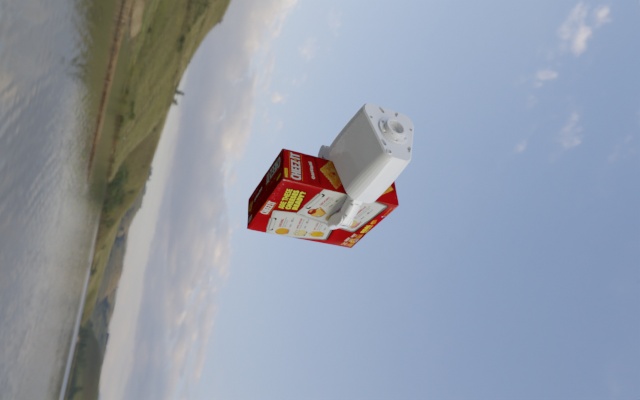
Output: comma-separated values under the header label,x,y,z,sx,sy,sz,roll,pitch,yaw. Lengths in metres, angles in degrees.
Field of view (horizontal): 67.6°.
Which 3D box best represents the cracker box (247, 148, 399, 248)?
label,x,y,z,sx,sy,sz,roll,pitch,yaw
cracker box,0.000,0.003,0.829,0.214,0.072,0.164,13,-37,-24
